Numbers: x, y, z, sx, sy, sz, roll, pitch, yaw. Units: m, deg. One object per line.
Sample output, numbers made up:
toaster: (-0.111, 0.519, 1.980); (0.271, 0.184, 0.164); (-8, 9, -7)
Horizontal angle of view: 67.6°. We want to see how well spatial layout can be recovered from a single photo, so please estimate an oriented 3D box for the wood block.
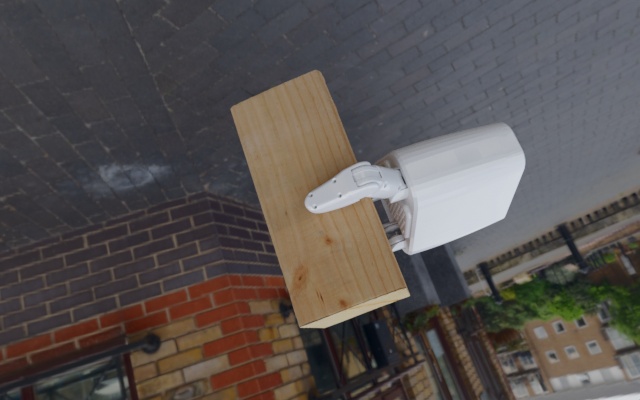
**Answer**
wood block: (0.000, 0.001, 0.437); (0.090, 0.206, 0.091); (-22, -19, 6)
